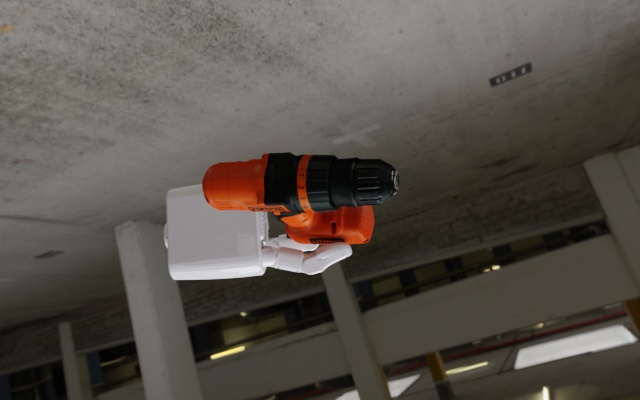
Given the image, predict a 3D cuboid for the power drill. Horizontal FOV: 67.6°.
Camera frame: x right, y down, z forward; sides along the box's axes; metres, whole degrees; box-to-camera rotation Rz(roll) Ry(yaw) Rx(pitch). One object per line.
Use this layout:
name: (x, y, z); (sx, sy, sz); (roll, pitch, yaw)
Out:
power drill: (0.000, 0.002, 0.494); (0.184, 0.057, 0.188); (1, -16, 19)
